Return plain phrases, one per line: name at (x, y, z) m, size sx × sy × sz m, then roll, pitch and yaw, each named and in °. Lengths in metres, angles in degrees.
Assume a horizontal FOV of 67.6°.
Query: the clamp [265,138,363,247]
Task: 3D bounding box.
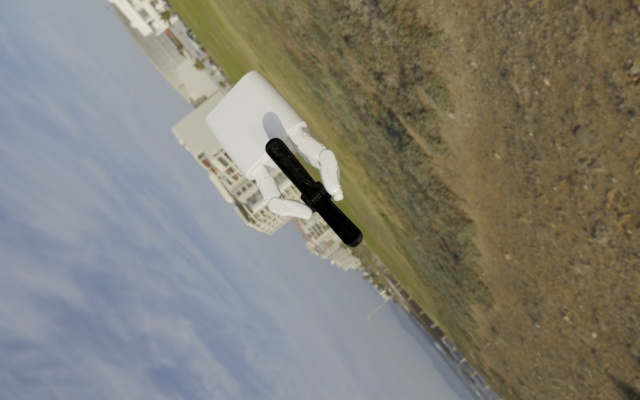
clamp at (-0.001, 0.003, 0.656) m, size 0.036 × 0.164 × 0.210 m, roll -40°, pitch -10°, yaw -1°
